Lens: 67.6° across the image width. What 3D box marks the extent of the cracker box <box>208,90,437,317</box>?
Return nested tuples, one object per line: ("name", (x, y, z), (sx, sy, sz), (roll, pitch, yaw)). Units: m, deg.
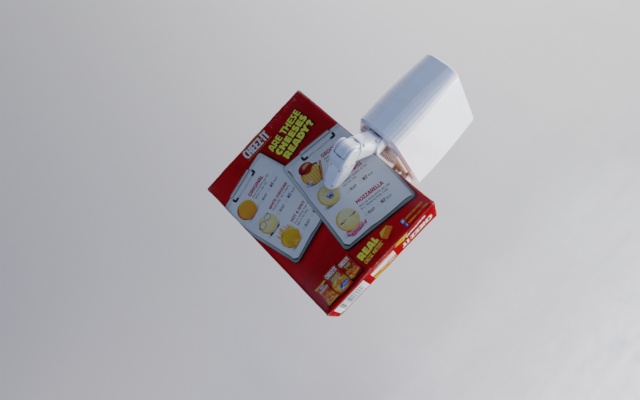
("cracker box", (0.000, 0.002, 0.558), (0.213, 0.164, 0.072), (43, 0, 22))
